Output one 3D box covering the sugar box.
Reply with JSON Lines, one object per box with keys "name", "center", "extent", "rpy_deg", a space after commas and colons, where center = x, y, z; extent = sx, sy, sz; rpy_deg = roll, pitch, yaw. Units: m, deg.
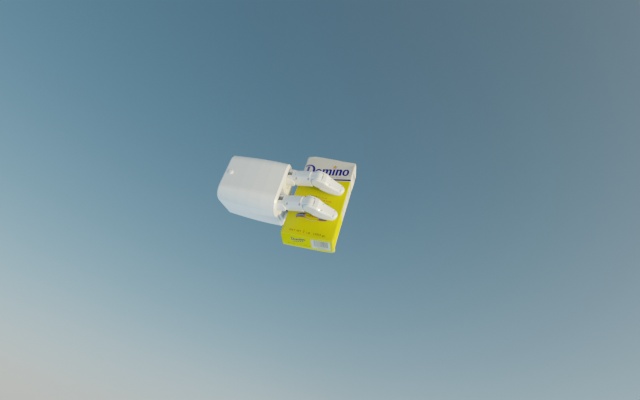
{"name": "sugar box", "center": [0.000, 0.003, 0.847], "extent": [0.093, 0.176, 0.048], "rpy_deg": [10, -33, 10]}
